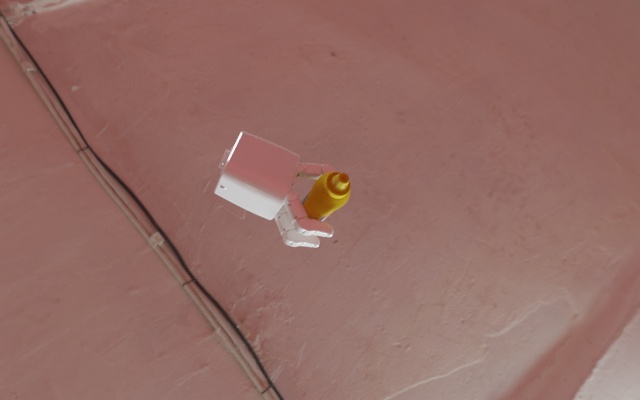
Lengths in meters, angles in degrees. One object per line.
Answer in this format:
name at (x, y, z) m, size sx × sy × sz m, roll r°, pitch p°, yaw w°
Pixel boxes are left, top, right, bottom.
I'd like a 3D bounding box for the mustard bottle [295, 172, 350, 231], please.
mustard bottle at (0.000, 0.003, 0.790) m, size 0.096 × 0.058 × 0.192 m, roll -43°, pitch -2°, yaw -32°
